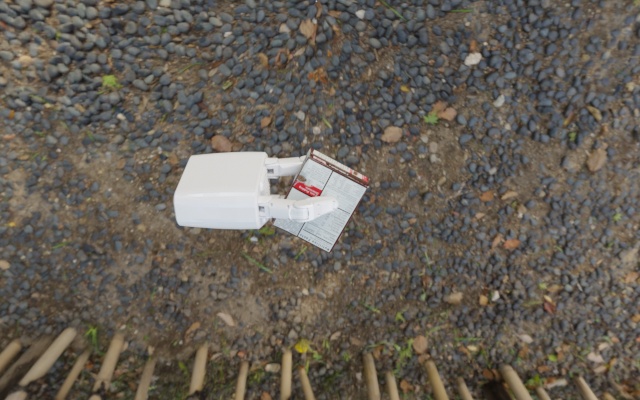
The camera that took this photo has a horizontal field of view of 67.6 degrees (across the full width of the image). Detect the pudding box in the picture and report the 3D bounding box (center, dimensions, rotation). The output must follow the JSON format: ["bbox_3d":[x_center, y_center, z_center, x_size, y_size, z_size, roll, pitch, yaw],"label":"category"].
[{"bbox_3d":[0.000,0.002,0.630,0.090,0.113,0.039,27,23,-6],"label":"pudding box"}]
